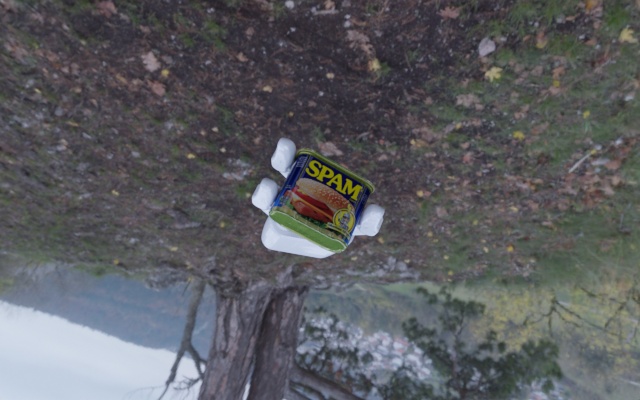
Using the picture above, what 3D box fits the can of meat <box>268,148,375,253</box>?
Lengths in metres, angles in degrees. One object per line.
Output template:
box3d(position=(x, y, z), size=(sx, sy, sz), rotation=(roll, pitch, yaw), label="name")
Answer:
box3d(position=(0.000, 0.002, 0.557), size=(0.102, 0.084, 0.057), rotation=(29, -21, -9), label="can of meat")
